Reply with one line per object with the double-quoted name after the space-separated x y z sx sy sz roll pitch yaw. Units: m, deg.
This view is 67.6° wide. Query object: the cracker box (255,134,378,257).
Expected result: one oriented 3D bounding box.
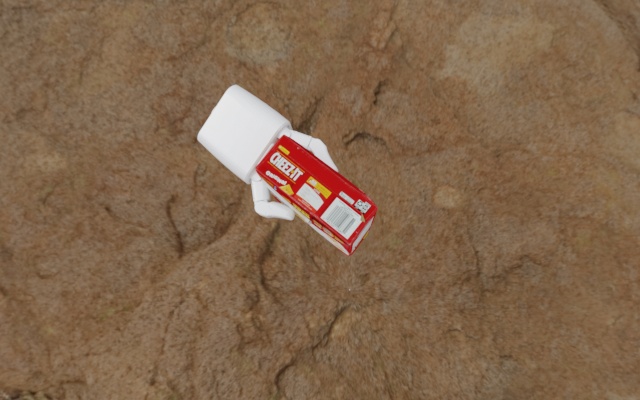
0.000 0.002 0.719 0.164 0.072 0.214 38 -6 9 "cracker box"
